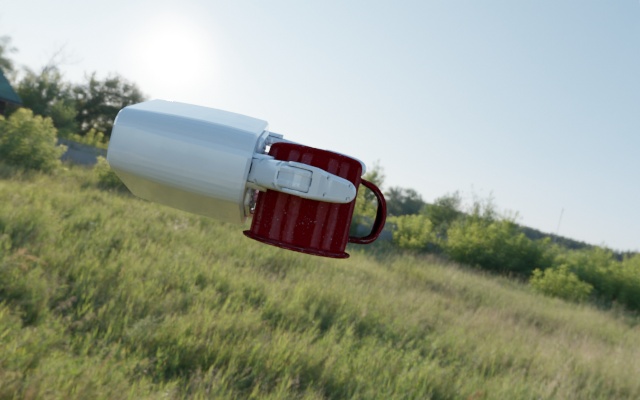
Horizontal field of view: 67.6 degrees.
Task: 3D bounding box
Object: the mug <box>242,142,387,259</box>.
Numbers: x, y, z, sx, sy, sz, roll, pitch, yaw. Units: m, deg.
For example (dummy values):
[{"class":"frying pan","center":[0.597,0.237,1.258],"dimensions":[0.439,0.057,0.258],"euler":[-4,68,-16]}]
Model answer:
[{"class":"mug","center":[0.002,0.001,0.406],"dimensions":[0.117,0.081,0.093],"euler":[13,0,-4]}]
